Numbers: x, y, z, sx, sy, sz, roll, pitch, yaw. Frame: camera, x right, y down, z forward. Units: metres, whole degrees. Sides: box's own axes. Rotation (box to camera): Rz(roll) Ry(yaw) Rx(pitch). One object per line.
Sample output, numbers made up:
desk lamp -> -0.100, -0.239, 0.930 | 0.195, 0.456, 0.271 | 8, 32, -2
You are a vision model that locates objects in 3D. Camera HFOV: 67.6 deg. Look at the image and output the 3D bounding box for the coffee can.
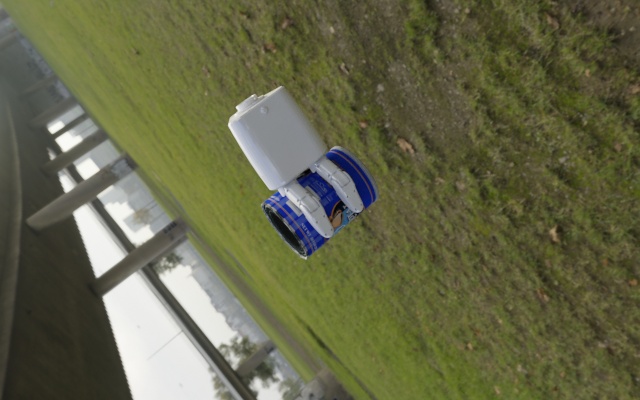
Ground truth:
coffee can -> 0.000, 0.002, 0.697 | 0.140, 0.103, 0.103 | -39, 12, -15
